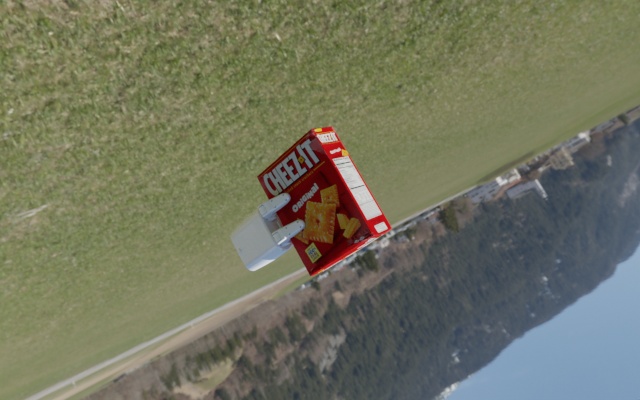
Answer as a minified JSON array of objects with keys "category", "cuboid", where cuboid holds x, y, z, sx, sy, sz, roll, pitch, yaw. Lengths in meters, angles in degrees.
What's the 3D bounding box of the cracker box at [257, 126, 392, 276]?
[{"category":"cracker box","cuboid":[0.000,0.003,0.849,0.164,0.213,0.072,-36,-11,35]}]
